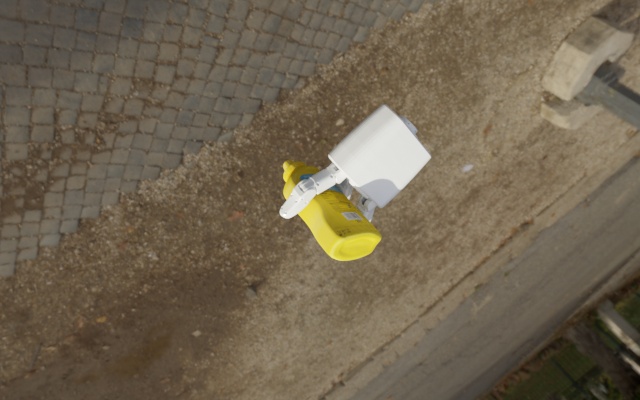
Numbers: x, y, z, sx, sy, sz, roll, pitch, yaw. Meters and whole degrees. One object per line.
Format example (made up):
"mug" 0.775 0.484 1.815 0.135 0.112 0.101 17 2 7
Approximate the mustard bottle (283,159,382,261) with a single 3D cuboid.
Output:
"mustard bottle" 0.000 0.003 0.701 0.096 0.058 0.191 0 40 -45
